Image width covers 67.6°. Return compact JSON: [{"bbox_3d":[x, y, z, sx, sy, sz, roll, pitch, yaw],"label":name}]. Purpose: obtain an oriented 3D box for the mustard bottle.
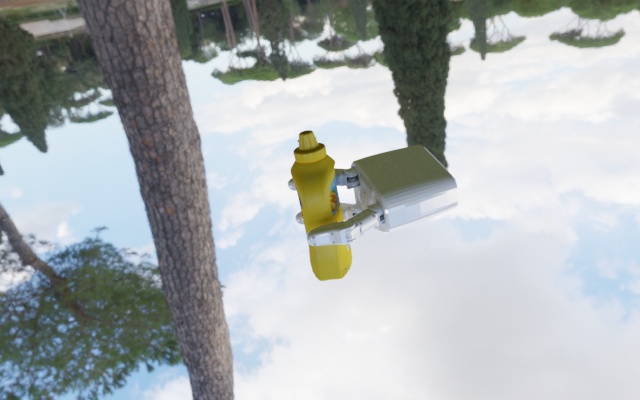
[{"bbox_3d":[0.000,0.002,0.621,0.058,0.192,0.096,-7,25,9],"label":"mustard bottle"}]
